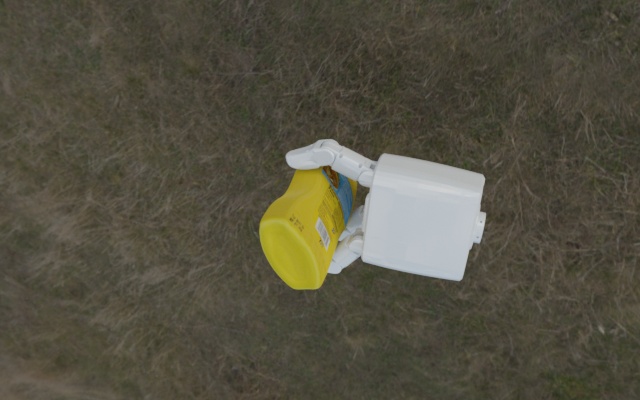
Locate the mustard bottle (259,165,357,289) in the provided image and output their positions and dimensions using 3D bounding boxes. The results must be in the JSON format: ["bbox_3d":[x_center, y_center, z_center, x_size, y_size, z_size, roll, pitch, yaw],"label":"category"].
[{"bbox_3d":[0.000,0.002,0.540,0.058,0.096,0.191,-8,32,28],"label":"mustard bottle"}]
